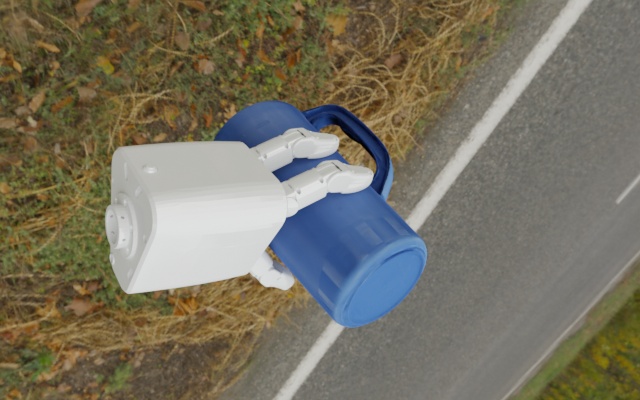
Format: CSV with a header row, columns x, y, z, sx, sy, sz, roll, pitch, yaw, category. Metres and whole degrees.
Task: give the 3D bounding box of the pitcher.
x,y,z,sx,sy,sz,roll,pitch,yaw,category
0.000,0.002,0.495,0.145,0.149,0.242,-3,38,-41,pitcher
